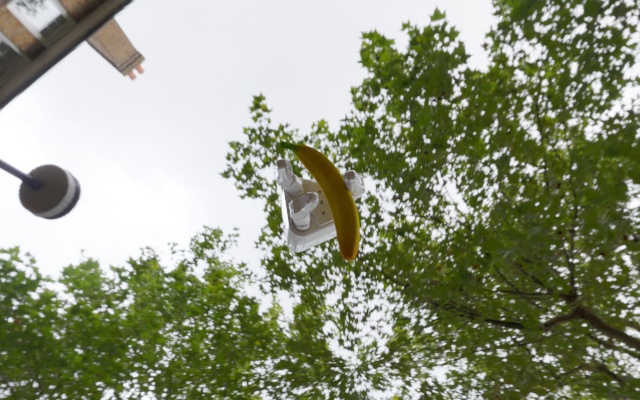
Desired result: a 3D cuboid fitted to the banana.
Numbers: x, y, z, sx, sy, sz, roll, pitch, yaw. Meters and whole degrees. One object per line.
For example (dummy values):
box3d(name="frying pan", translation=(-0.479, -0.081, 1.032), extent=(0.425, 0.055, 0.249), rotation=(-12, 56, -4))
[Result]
box3d(name="banana", translation=(0.013, -0.007, 0.693), extent=(0.069, 0.197, 0.037), rotation=(-24, -14, -29))
